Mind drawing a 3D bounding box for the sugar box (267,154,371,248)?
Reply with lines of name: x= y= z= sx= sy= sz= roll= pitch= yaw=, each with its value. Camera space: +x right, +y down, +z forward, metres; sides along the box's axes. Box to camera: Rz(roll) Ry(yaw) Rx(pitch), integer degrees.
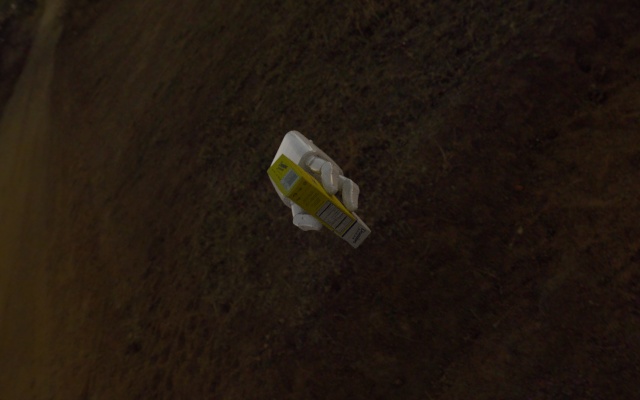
sugar box: x=0.000 y=0.002 z=0.775 sx=0.176 sy=0.048 sz=0.093 roll=35 pitch=9 yaw=-36
